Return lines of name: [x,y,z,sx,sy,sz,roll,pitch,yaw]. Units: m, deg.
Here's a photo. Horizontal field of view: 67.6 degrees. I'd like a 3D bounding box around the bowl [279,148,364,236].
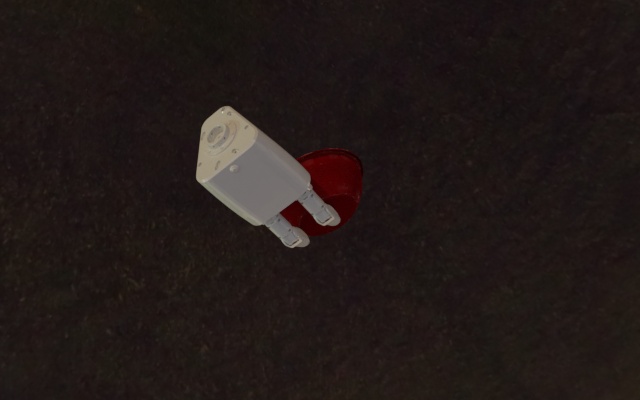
bowl: [0.001,0.003,0.688,0.162,0.055,0.162,-19,-35,-14]
